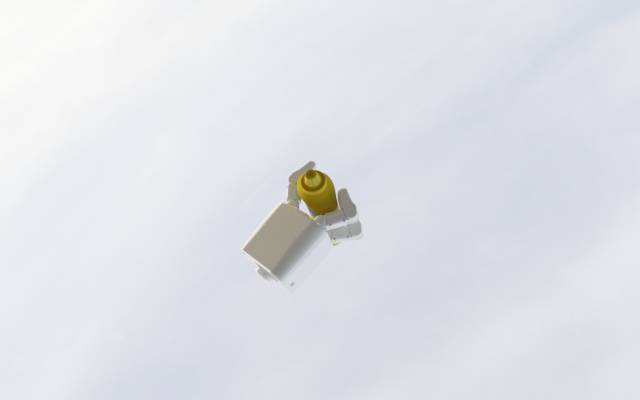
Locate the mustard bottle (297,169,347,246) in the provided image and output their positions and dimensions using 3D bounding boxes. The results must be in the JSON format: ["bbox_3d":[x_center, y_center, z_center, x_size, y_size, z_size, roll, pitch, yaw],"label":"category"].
[{"bbox_3d":[0.000,0.003,0.808,0.058,0.096,0.192,-27,-28,-3],"label":"mustard bottle"}]
